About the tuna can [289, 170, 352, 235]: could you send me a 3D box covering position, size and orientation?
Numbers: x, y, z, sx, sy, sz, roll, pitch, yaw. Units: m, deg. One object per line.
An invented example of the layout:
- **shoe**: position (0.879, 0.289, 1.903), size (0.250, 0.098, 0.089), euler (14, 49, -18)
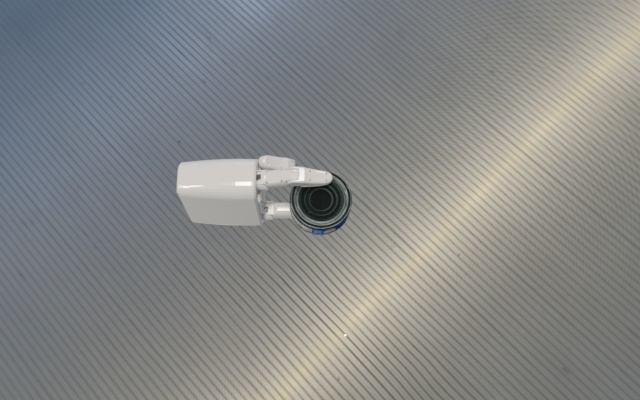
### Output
- **tuna can**: position (0.000, 0.002, 0.654), size (0.086, 0.086, 0.034), euler (0, -16, -3)
